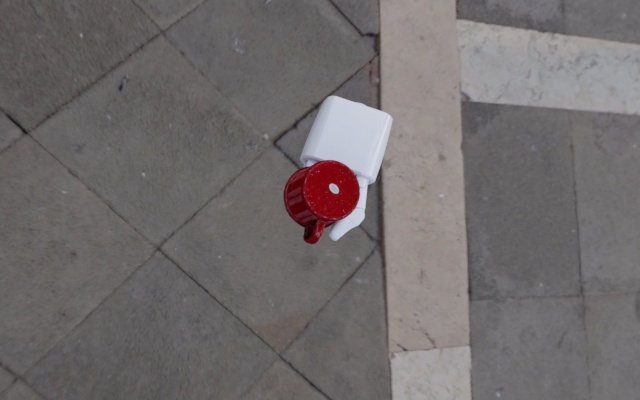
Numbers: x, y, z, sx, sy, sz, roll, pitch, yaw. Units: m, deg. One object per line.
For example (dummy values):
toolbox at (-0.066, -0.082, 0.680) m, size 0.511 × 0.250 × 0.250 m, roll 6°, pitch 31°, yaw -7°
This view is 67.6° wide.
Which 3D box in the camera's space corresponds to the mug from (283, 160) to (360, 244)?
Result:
mug at (0.000, 0.003, 0.650) m, size 0.093 × 0.117 × 0.081 m, roll 20°, pitch -12°, yaw -14°
